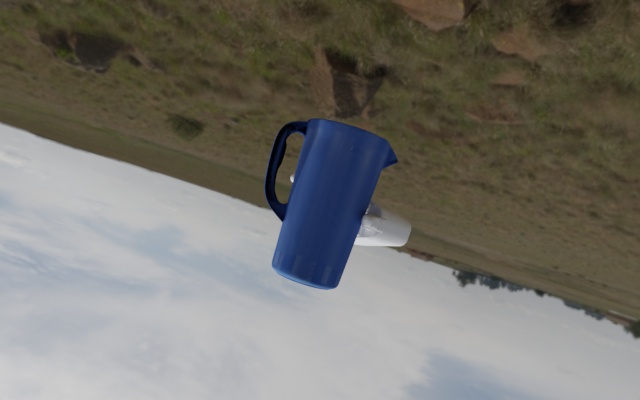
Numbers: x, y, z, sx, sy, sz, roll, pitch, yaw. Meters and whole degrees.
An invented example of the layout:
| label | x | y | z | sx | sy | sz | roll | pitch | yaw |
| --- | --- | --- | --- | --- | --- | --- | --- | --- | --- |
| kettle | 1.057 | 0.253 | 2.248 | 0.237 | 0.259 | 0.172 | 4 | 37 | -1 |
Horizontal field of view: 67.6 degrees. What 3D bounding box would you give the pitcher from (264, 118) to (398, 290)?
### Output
| label | x | y | z | sx | sy | sz | roll | pitch | yaw |
| --- | --- | --- | --- | --- | --- | --- | --- | --- | --- |
| pitcher | 0.000 | 0.002 | 0.729 | 0.149 | 0.243 | 0.145 | 17 | -1 | 40 |
